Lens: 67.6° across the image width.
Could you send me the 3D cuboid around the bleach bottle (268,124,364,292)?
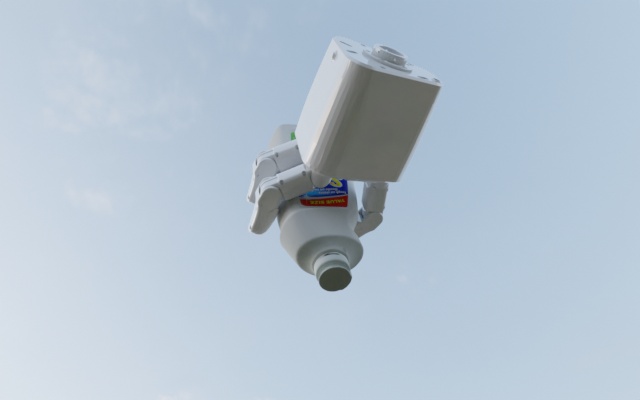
[{"bbox_3d":[0.000,0.002,0.508,0.102,0.068,0.250,12,29,-18],"label":"bleach bottle"}]
